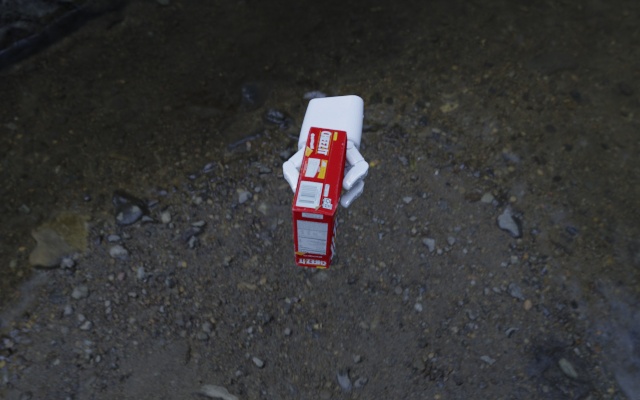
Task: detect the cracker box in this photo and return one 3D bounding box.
[{"bbox_3d":[0.000,0.003,0.835,0.072,0.164,0.214,8,-30,4],"label":"cracker box"}]
